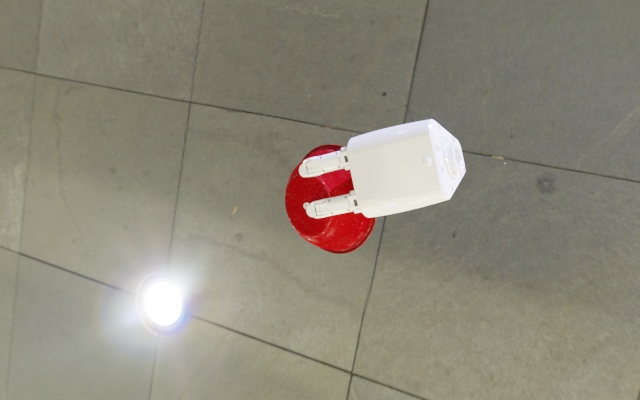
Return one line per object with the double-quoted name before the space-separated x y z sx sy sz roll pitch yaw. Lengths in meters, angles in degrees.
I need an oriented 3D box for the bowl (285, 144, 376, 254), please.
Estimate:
"bowl" -0.001 0.003 0.680 0.162 0.162 0.055 0 8 43
